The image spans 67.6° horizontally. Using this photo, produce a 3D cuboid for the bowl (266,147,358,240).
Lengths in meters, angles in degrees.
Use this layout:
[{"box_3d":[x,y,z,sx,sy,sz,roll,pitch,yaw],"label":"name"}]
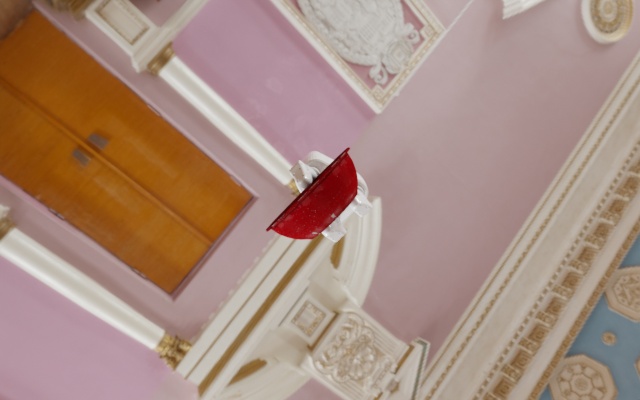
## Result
[{"box_3d":[0.000,0.003,0.653,0.162,0.055,0.162,-45,3,3],"label":"bowl"}]
